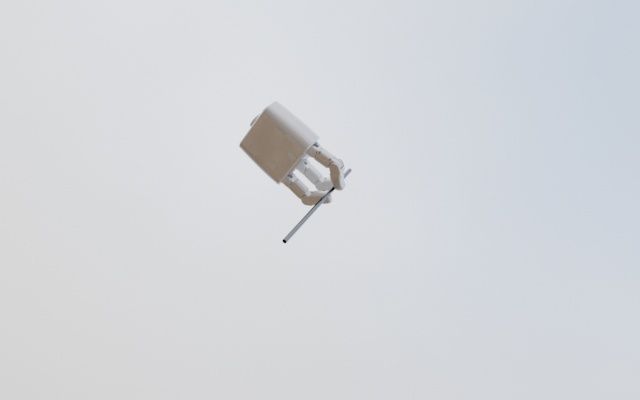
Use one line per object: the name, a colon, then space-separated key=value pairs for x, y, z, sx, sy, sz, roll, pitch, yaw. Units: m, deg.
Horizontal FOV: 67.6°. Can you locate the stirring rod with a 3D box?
stirring rod: x=0.000 y=0.003 z=0.833 sx=0.011 sy=0.011 sz=0.239 roll=0 pitch=31 yaw=33
